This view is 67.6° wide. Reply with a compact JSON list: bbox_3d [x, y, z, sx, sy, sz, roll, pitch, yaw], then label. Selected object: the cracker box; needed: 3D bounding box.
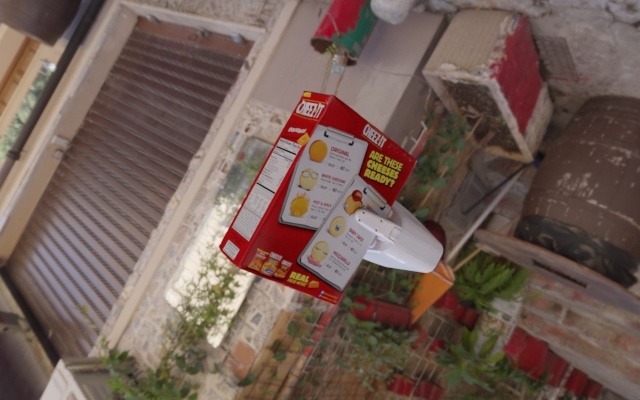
[{"bbox_3d":[0.000,0.002,0.580,0.164,0.213,0.072,29,-2,-39],"label":"cracker box"}]
